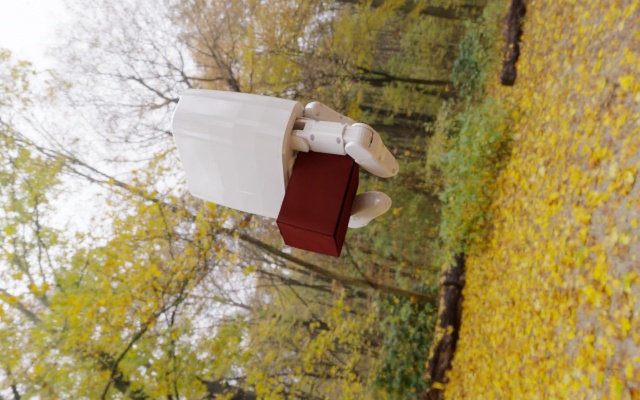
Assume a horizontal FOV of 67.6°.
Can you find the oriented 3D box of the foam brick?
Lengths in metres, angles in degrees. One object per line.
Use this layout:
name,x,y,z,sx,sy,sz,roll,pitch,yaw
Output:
foam brick,0.000,0.002,0.410,0.051,0.078,0.053,12,-25,10
